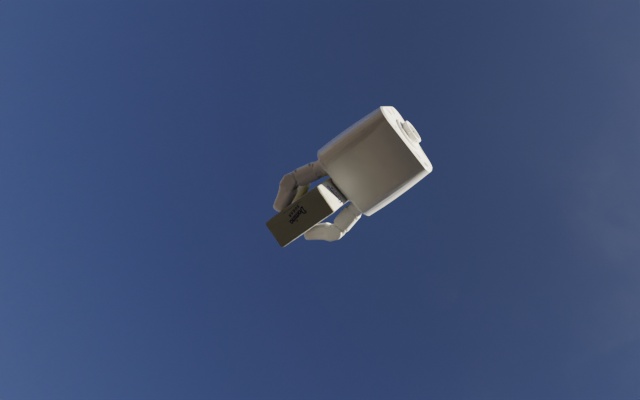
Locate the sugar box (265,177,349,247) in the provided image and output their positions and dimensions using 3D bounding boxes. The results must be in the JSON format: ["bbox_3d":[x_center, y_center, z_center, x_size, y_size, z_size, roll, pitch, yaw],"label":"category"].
[{"bbox_3d":[0.000,0.002,0.679,0.093,0.048,0.176,-35,-3,22],"label":"sugar box"}]
